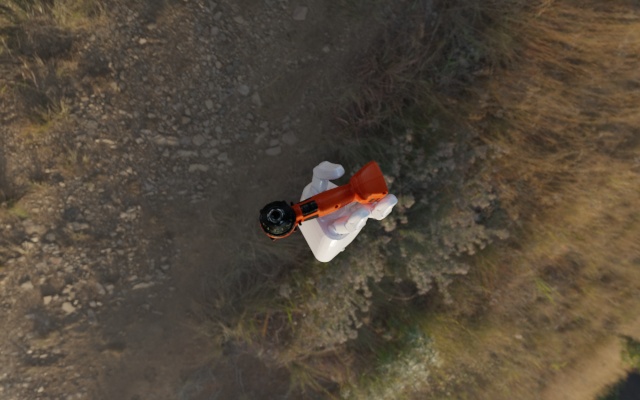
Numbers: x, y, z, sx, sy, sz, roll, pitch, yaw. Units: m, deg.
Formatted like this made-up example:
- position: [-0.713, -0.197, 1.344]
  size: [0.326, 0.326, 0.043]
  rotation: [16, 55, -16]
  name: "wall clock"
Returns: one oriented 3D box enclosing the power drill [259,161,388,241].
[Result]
- position: [0.001, 0.002, 0.700]
  size: [0.187, 0.057, 0.184]
  rotation: [-21, -3, -6]
  name: "power drill"
